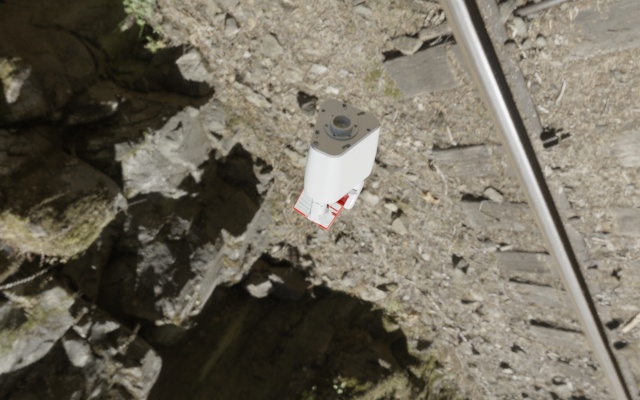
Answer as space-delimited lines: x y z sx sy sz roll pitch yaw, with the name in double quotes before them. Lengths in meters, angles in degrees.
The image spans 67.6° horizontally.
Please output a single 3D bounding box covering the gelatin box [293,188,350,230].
"gelatin box" 0.000 0.003 0.819 0.073 0.030 0.089 32 -37 1
